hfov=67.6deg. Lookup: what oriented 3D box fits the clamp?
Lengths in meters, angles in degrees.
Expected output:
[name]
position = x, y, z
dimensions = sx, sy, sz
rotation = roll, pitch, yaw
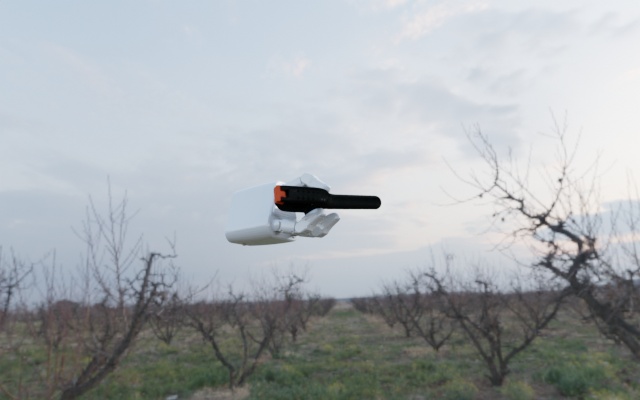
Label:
[clamp]
position = 0.000, 0.002, 0.832
dimensions = 0.164, 0.036, 0.210
rotation = -12, -15, 27
